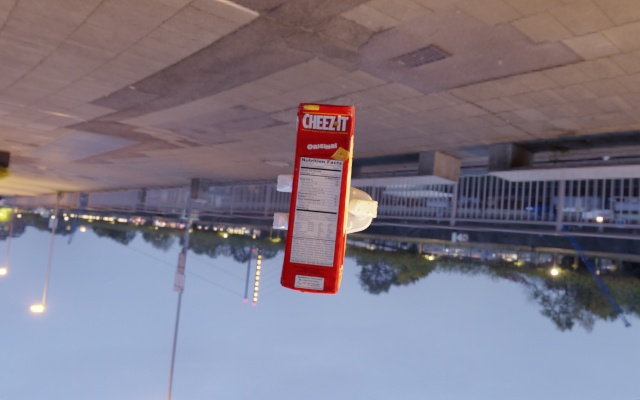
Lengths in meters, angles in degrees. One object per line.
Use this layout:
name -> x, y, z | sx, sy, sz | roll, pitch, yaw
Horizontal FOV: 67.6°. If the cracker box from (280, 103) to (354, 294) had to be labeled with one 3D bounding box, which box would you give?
cracker box -> 0.000, 0.002, 0.608 | 0.072, 0.213, 0.164 | 5, -4, 4
